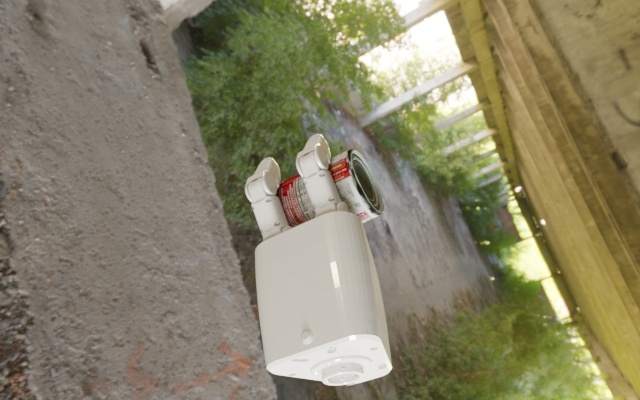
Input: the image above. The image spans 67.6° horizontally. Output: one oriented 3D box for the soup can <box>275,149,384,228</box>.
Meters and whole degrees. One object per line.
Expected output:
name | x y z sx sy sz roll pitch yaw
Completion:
soup can | 0.000 0.001 0.454 0.102 0.068 0.068 -24 -9 20
